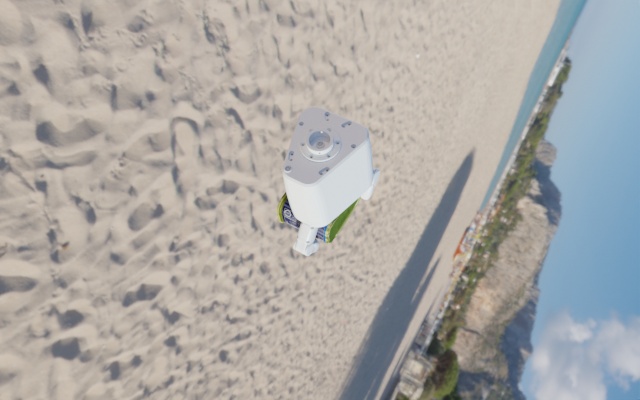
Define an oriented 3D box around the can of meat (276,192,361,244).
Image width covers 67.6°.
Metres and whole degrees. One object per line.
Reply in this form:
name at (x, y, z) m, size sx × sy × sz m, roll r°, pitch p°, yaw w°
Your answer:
can of meat at (0.000, 0.002, 0.687) m, size 0.084 × 0.102 × 0.057 m, roll 26°, pitch -26°, yaw 18°
